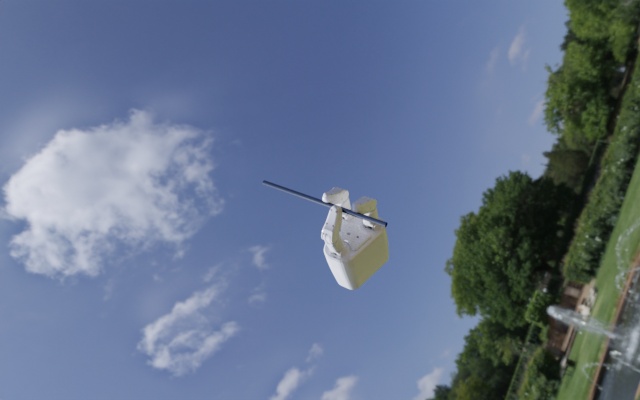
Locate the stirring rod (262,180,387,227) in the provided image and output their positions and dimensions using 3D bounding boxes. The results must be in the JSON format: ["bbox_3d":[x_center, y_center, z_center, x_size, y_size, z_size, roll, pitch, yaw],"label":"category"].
[{"bbox_3d":[0.000,0.003,0.782,0.239,0.011,0.011,19,9,29],"label":"stirring rod"}]
